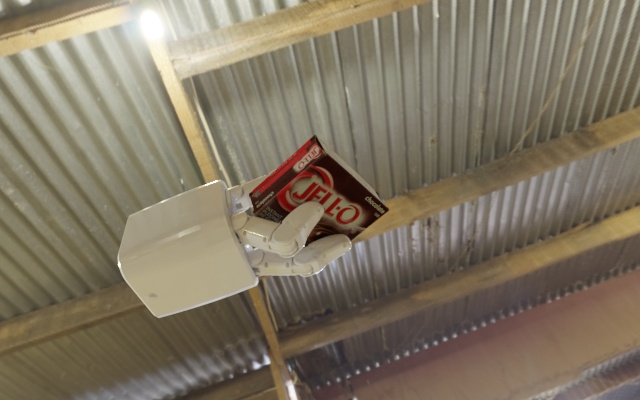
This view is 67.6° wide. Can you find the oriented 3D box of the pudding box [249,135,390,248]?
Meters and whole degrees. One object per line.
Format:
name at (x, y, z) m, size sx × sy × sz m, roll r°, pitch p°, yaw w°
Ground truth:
pudding box at (0.000, 0.001, 0.473) m, size 0.090 × 0.039 × 0.113 m, roll -40°, pitch -47°, yaw 15°
